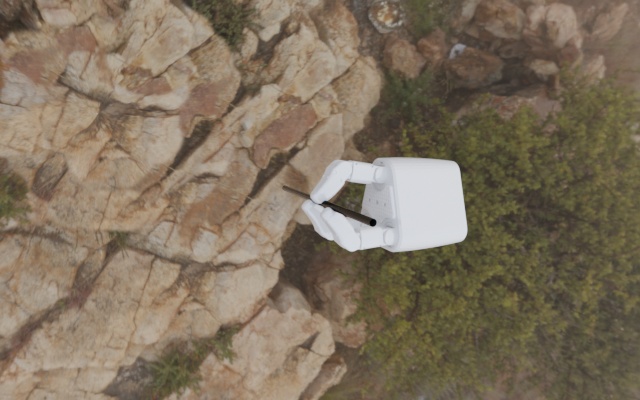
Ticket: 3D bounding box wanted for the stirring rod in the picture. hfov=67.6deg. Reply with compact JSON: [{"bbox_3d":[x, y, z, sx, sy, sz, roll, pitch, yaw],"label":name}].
[{"bbox_3d":[0.000,0.002,0.563,0.011,0.011,0.239,0,9,-25],"label":"stirring rod"}]
